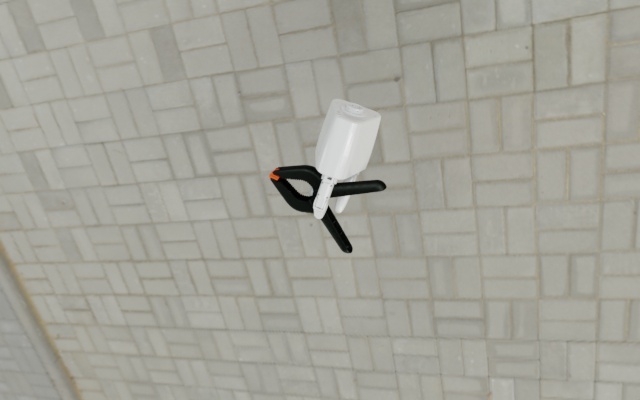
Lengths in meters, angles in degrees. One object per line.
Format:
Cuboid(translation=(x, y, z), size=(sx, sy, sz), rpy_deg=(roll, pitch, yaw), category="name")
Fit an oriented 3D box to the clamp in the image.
Cuboid(translation=(-0.001, 0.003, 0.890), size=(0.210, 0.165, 0.036), rpy_deg=(21, 28, 7), category="clamp")
